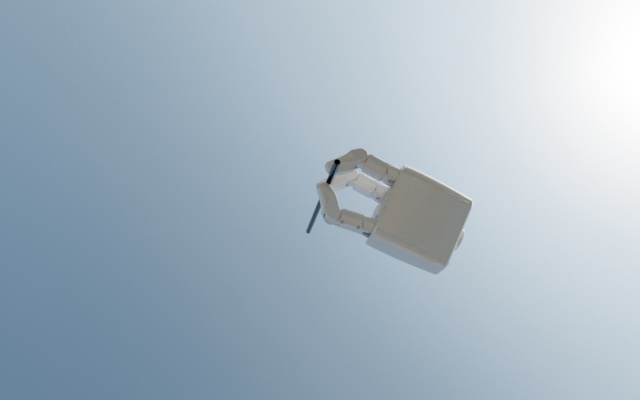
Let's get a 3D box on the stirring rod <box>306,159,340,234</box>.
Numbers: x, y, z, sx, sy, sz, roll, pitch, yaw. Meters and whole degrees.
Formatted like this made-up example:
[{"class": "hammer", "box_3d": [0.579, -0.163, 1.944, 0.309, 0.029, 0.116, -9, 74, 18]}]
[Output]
[{"class": "stirring rod", "box_3d": [0.000, 0.002, 0.698, 0.011, 0.011, 0.240, 0, -25, -11]}]
